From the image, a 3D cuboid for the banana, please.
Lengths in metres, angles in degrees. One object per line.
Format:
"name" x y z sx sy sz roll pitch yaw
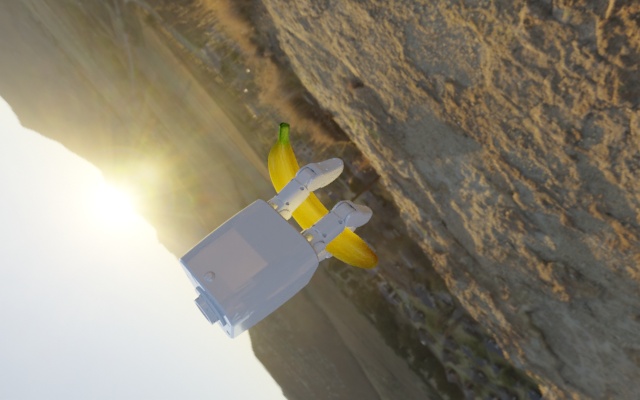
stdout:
"banana" -0.009 0.007 0.561 0.037 0.198 0.070 -30 -10 -32
